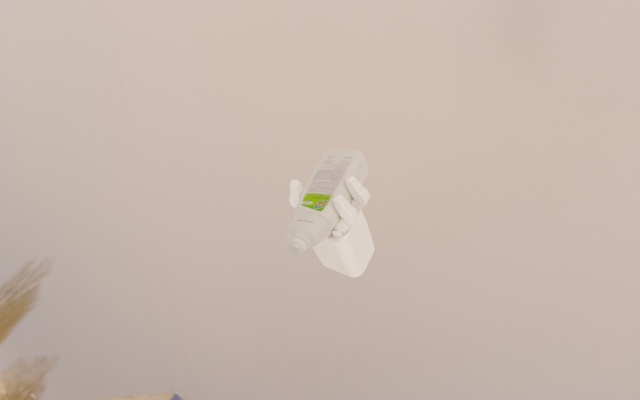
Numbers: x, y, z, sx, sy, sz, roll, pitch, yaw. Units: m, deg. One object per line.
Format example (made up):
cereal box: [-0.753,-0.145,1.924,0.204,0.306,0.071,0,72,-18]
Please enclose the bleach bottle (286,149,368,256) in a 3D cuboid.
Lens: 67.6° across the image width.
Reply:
bleach bottle: [0.000,0.003,0.879,0.102,0.068,0.250,1,40,33]
